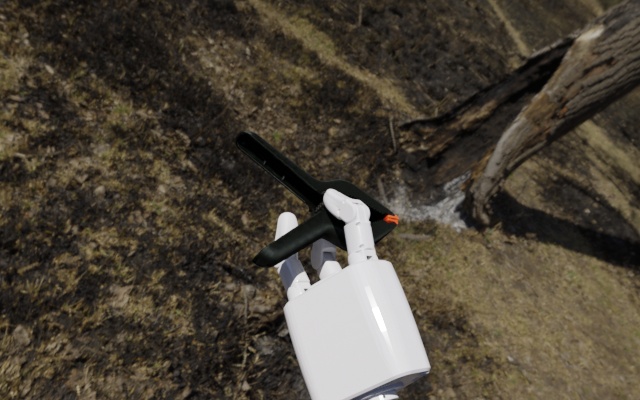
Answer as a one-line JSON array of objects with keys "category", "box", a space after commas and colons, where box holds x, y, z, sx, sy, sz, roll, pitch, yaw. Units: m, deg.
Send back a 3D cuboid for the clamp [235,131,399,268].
[{"category": "clamp", "box": [0.001, 0.002, 0.529, 0.210, 0.164, 0.036, 8, -39, -39]}]
